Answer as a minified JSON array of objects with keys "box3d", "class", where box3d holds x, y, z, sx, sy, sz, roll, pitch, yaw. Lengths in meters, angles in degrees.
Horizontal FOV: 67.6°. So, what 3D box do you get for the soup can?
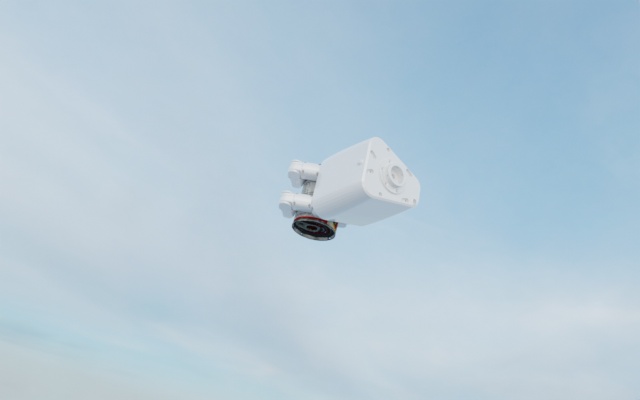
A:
[{"box3d":[0.000,0.002,0.740,0.068,0.102,0.068,11,-28,6],"class":"soup can"}]
